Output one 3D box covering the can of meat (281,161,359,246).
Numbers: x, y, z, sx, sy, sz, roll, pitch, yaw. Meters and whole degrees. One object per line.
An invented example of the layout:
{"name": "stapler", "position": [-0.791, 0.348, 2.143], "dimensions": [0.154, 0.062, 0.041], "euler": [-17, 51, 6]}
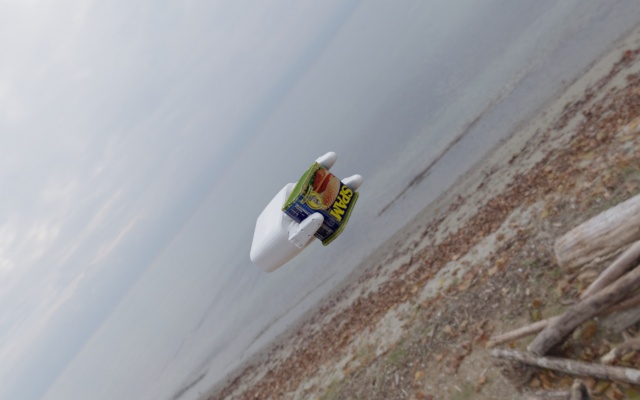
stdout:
{"name": "can of meat", "position": [0.000, 0.002, 0.707], "dimensions": [0.084, 0.102, 0.057], "euler": [38, -46, -10]}
